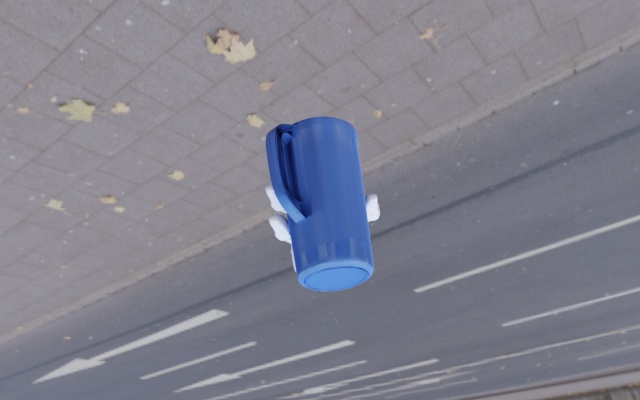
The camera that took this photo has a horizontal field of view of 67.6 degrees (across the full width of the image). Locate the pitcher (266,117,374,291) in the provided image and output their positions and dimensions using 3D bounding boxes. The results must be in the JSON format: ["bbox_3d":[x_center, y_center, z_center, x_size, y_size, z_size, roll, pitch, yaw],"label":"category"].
[{"bbox_3d":[0.000,0.002,0.710,0.149,0.242,0.145,-4,-30,-6],"label":"pitcher"}]
